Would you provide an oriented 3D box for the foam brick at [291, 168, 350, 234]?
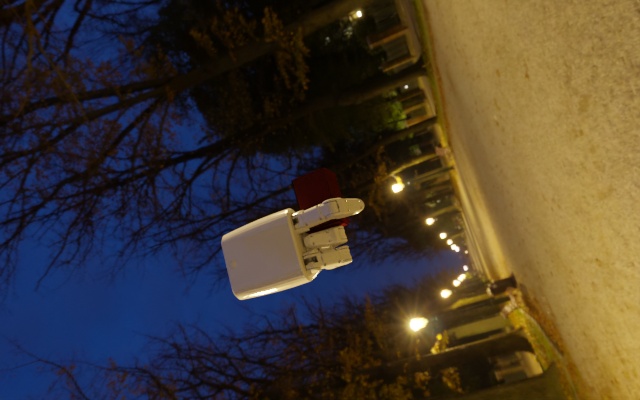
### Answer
[{"bbox_3d":[0.000,0.002,0.656,0.051,0.078,0.053,-20,-14,16],"label":"foam brick"}]
